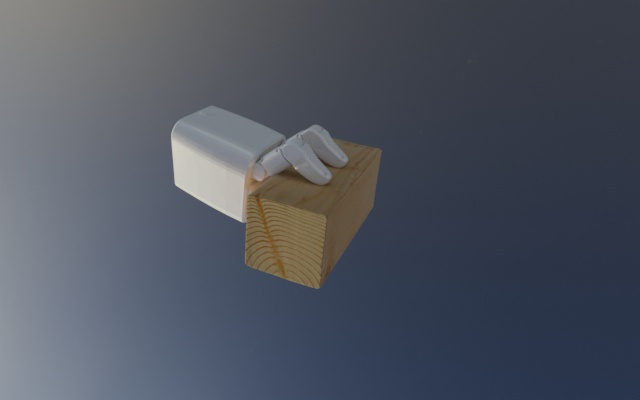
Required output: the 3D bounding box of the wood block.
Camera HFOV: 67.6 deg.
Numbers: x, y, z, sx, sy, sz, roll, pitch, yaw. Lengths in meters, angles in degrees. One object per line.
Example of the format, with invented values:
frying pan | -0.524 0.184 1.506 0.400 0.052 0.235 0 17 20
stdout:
wood block | 0.000 0.002 0.572 0.090 0.091 0.206 15 29 16
